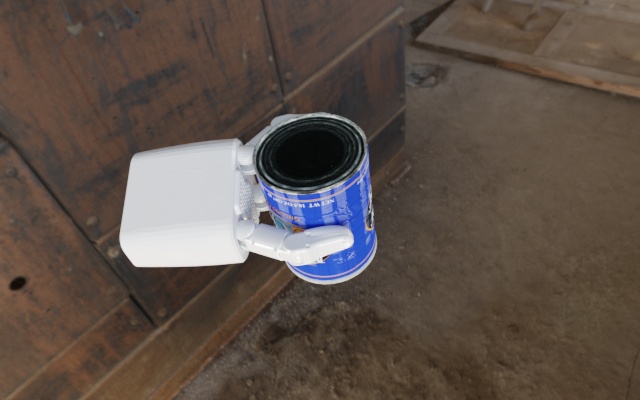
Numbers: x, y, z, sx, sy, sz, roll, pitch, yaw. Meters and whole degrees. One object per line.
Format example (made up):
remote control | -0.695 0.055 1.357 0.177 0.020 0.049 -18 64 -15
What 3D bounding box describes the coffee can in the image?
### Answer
coffee can | 0.000 0.002 0.468 0.103 0.102 0.140 0 -41 11
